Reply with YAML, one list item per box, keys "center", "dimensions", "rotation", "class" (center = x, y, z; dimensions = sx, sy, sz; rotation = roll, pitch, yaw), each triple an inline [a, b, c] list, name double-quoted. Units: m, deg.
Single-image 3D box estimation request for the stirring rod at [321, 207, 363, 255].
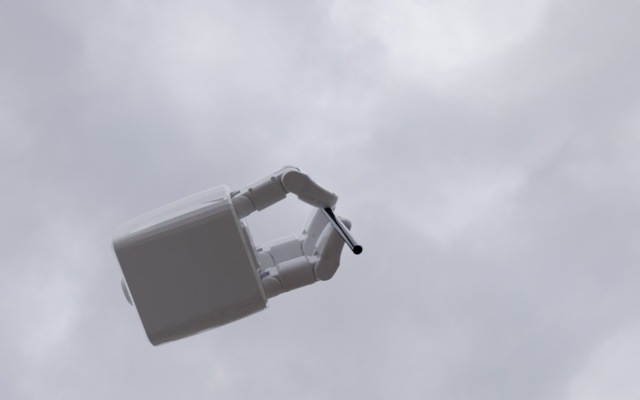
- center: [0.000, 0.002, 0.466]
  dimensions: [0.011, 0.011, 0.239]
  rotation: [0, 17, -14]
  class: "stirring rod"
